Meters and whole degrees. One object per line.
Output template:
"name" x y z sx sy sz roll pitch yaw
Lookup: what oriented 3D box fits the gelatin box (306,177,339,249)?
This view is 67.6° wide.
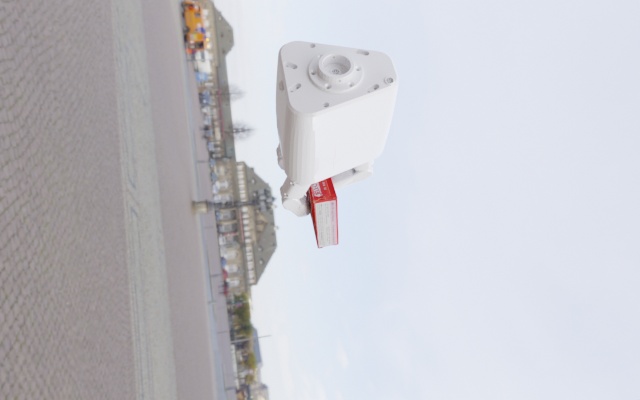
"gelatin box" 0.001 0.002 0.575 0.030 0.073 0.089 -10 -42 -5
